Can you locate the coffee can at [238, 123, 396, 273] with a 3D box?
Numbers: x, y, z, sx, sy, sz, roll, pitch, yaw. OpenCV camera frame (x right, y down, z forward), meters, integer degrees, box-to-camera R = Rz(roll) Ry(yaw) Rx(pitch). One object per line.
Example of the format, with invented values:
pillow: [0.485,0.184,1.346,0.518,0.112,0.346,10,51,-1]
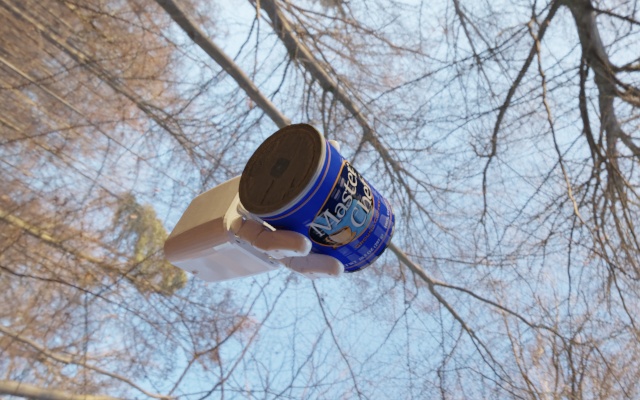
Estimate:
coffee can: [0.000,0.001,0.498,0.103,0.102,0.140,0,-29,41]
